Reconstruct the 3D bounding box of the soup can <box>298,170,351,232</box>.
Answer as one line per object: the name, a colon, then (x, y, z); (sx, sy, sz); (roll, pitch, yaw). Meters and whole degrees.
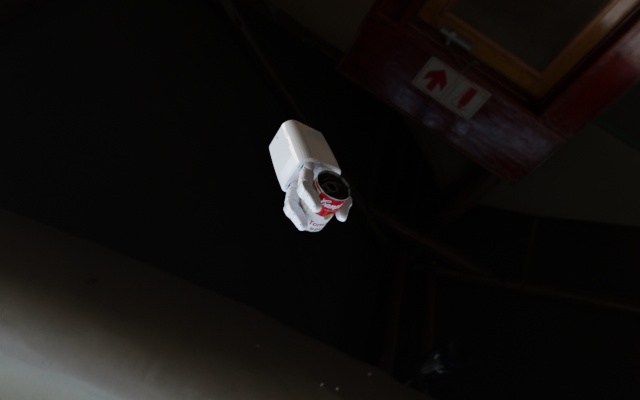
soup can: (0.000, 0.003, 0.869); (0.068, 0.068, 0.102); (0, -37, -36)
